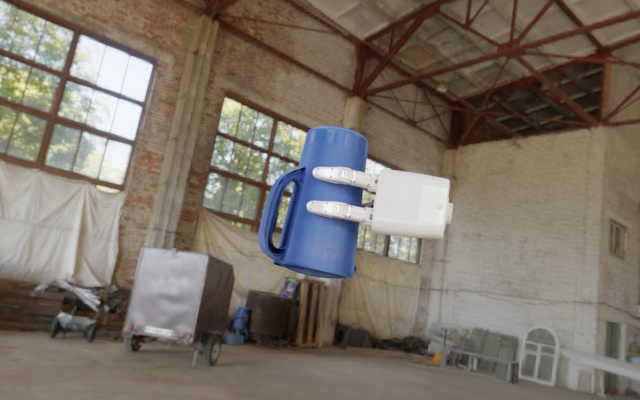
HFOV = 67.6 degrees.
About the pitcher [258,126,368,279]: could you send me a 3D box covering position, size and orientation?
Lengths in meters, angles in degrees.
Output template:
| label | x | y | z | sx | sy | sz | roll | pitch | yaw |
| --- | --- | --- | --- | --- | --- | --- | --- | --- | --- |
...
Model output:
| label | x | y | z | sx | sy | sz | roll | pitch | yaw |
| --- | --- | --- | --- | --- | --- | --- | --- | --- | --- |
| pitcher | 0.000 | 0.003 | 0.789 | 0.145 | 0.242 | 0.149 | 7 | -11 | 14 |
